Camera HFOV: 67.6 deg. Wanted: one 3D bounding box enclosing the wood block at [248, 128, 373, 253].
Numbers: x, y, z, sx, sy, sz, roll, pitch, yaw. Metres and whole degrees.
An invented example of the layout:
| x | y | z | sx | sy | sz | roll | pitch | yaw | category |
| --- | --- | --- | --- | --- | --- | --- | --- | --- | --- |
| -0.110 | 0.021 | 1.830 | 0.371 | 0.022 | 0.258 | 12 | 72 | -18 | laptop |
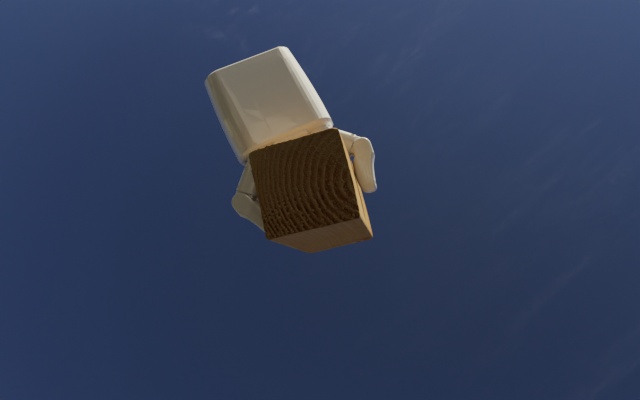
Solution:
| x | y | z | sx | sy | sz | roll | pitch | yaw | category |
| --- | --- | --- | --- | --- | --- | --- | --- | --- | --- |
| 0.000 | 0.001 | 0.535 | 0.091 | 0.090 | 0.206 | -15 | -11 | 7 | wood block |
